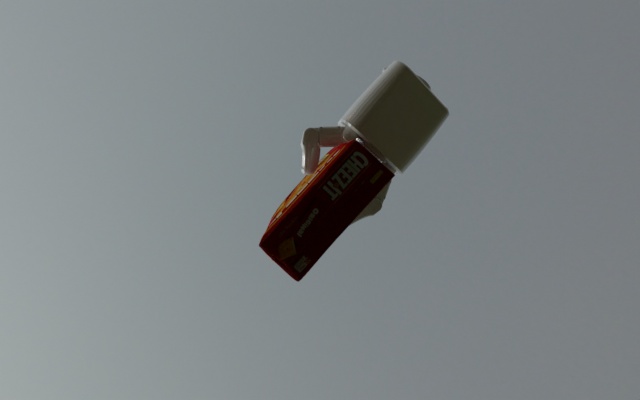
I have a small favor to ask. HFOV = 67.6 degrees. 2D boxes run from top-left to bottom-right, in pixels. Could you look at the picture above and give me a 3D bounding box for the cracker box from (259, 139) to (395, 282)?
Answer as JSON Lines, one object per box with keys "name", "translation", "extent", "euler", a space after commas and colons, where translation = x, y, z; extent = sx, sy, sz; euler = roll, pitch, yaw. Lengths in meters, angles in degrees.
{"name": "cracker box", "translation": [0.000, 0.002, 0.632], "extent": [0.072, 0.164, 0.213], "euler": [41, 1, -5]}
